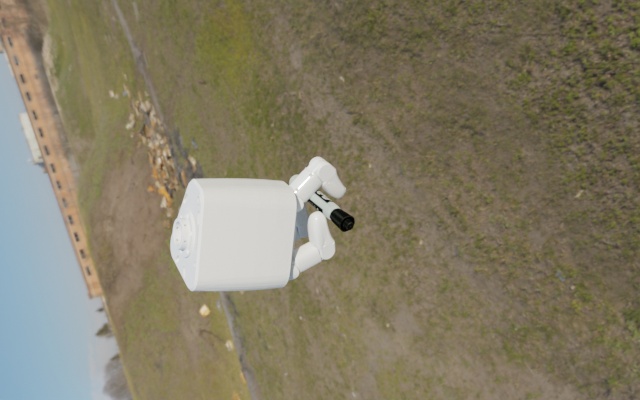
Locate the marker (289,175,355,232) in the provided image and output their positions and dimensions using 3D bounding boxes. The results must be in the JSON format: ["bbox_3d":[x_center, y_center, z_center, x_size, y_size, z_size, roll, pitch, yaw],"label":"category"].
[{"bbox_3d":[0.000,0.002,0.531,0.020,0.020,0.121,0,24,-33],"label":"marker"}]
